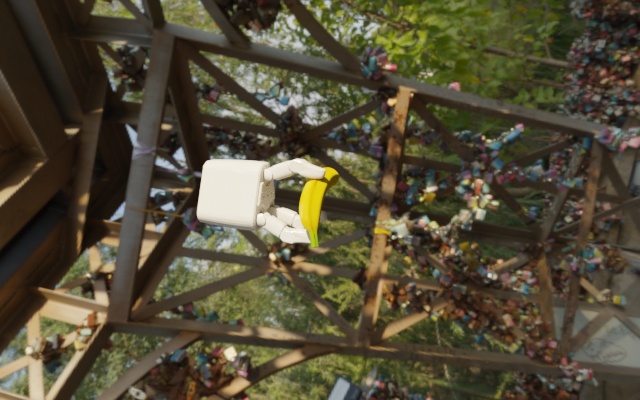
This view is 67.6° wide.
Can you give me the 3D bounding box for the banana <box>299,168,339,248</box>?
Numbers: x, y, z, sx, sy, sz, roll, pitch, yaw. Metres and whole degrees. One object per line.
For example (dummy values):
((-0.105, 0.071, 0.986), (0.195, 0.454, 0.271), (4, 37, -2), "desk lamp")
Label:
((-0.003, -0.010, 0.797), (0.037, 0.070, 0.197), (2, 37, 15), "banana")
